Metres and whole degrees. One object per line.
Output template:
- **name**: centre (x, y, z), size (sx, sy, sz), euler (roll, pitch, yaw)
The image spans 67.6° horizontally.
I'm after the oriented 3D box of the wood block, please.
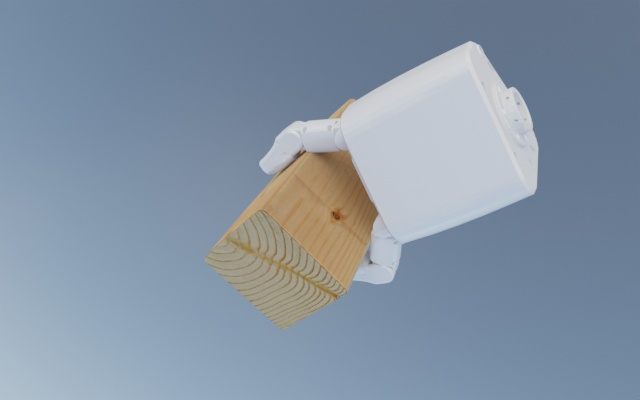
- **wood block**: centre (0.000, 0.001, 0.440), size (0.090, 0.091, 0.206), euler (-38, 11, 39)
